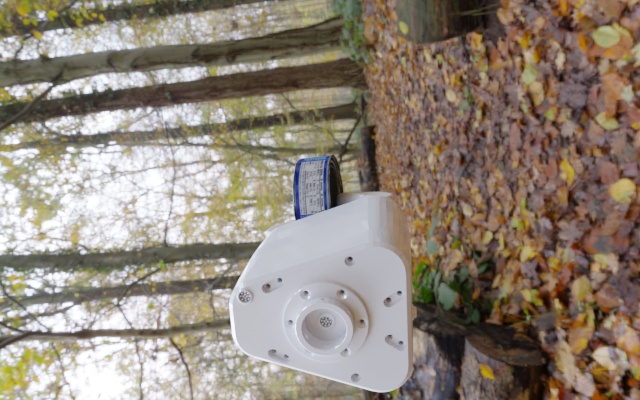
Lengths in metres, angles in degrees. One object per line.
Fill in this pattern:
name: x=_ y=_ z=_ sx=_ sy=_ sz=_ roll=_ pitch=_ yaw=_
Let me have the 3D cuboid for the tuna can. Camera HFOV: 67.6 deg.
tuna can: x=0.000 y=0.001 z=0.447 sx=0.034 sy=0.086 sz=0.086 roll=-4 pitch=-1 yaw=11
